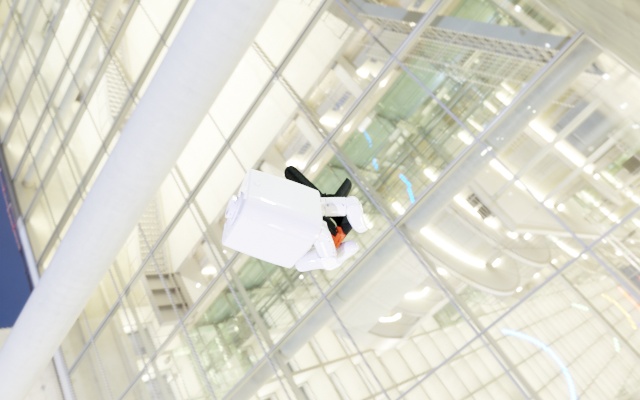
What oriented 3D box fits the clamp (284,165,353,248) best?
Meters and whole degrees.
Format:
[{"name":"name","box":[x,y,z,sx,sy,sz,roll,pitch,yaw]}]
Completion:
[{"name":"clamp","box":[0.000,0.003,0.745,0.120,0.039,0.171,12,32,-12]}]
